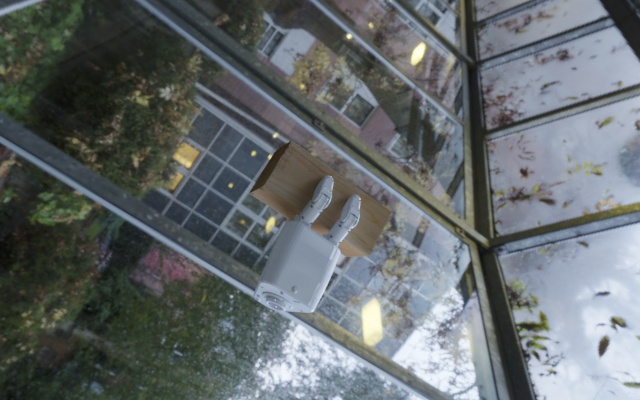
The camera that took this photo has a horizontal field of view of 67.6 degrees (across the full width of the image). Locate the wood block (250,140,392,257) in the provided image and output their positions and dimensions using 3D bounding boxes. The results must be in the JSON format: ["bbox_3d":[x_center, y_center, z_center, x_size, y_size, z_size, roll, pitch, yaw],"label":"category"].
[{"bbox_3d":[0.000,0.003,0.789,0.206,0.090,0.091,35,-18,-16],"label":"wood block"}]
